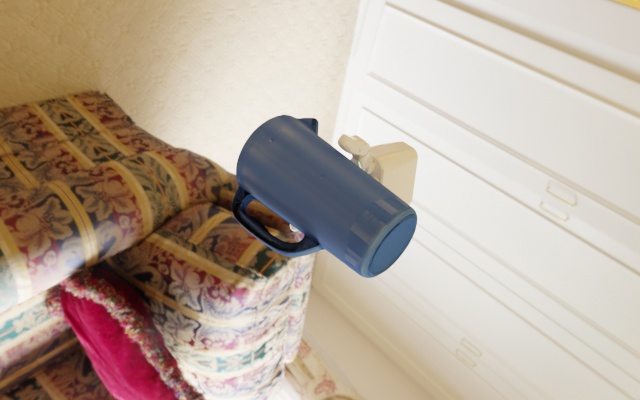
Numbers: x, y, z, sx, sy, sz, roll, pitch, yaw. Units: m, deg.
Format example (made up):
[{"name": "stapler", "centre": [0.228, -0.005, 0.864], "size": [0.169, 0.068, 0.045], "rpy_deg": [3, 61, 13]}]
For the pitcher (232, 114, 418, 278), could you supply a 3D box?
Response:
[{"name": "pitcher", "centre": [0.000, 0.002, 0.651], "size": [0.242, 0.149, 0.145], "rpy_deg": [38, 35, 29]}]
